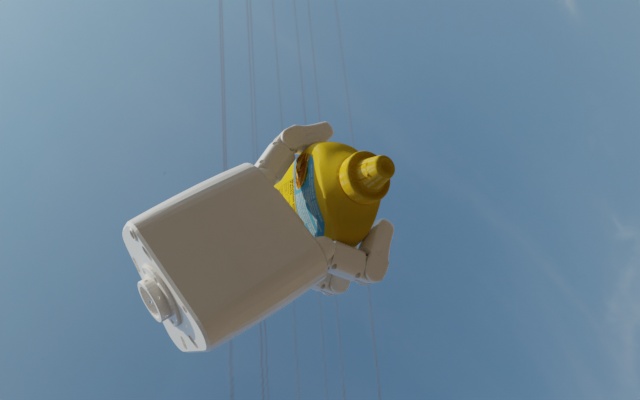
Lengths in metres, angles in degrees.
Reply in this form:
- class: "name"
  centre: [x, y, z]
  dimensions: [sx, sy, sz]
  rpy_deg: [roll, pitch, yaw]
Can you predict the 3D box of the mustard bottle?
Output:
- class: "mustard bottle"
  centre: [0.000, 0.001, 0.426]
  dimensions: [0.058, 0.096, 0.192]
  rpy_deg: [-1, -16, -31]
